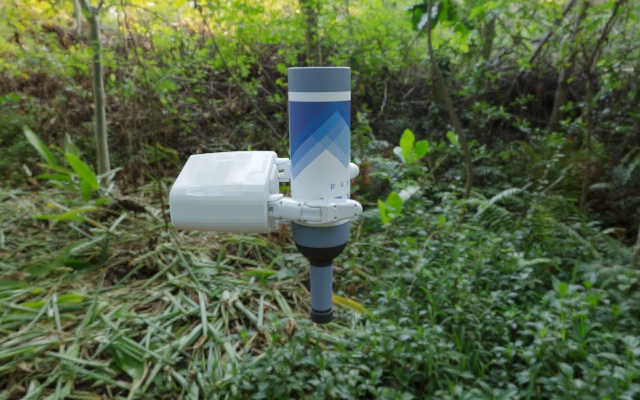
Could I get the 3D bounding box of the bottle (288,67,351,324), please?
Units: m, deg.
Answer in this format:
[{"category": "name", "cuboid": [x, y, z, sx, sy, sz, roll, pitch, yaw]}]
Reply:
[{"category": "bottle", "cuboid": [0.000, 0.002, 0.544, 0.069, 0.296, 0.069, -1, 15, 0]}]
